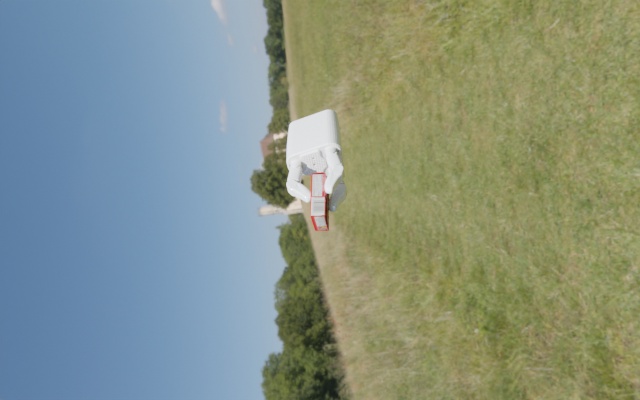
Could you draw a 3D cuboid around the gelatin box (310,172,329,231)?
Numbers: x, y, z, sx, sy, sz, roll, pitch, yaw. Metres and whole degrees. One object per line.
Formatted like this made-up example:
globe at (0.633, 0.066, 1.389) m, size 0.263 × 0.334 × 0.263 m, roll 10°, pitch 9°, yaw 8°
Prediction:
gelatin box at (0.000, 0.003, 0.889) m, size 0.030 × 0.089 × 0.073 m, roll -1°, pitch -26°, yaw 6°
